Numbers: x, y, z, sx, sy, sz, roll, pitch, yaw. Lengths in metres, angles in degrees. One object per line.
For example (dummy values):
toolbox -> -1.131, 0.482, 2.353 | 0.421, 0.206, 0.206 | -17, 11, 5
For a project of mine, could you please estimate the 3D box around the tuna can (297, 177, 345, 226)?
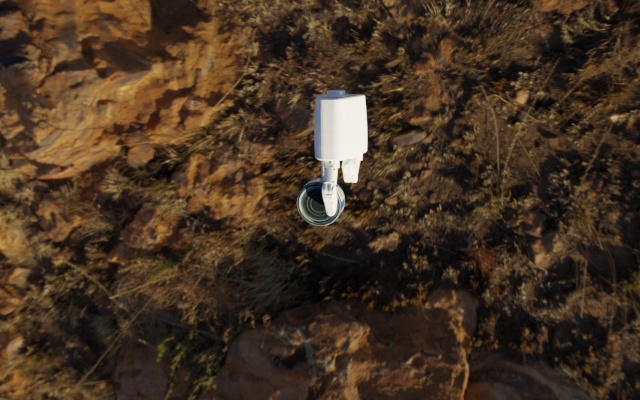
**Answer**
tuna can -> 0.000, 0.003, 0.881 | 0.086, 0.086, 0.033 | 0, 19, 14
